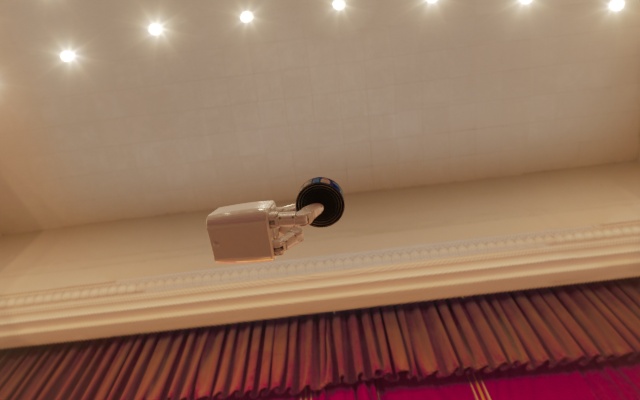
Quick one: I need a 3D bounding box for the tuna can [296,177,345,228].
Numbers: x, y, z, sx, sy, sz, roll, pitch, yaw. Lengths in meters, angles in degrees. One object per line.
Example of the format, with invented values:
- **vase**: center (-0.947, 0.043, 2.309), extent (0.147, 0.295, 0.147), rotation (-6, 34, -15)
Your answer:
- **tuna can**: center (0.000, 0.003, 0.846), extent (0.086, 0.086, 0.033), rotation (0, 24, 4)
